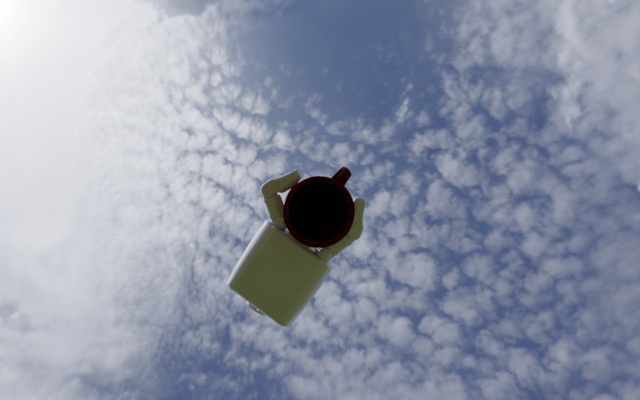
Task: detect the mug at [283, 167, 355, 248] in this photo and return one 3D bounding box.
[{"bbox_3d":[0.001,0.001,0.651,0.093,0.117,0.081,35,-1,-9],"label":"mug"}]
